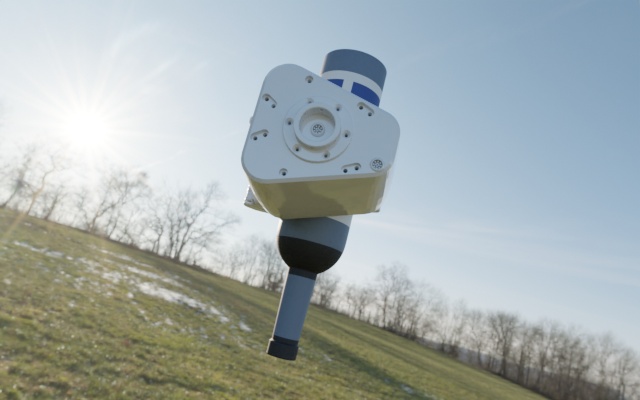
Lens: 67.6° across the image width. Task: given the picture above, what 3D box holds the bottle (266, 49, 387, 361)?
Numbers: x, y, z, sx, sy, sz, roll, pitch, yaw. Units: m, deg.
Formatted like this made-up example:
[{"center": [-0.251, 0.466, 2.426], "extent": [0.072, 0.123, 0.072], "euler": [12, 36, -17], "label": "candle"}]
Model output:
[{"center": [0.000, 0.001, 0.460], "extent": [0.069, 0.295, 0.069], "euler": [14, -12, 3], "label": "bottle"}]
